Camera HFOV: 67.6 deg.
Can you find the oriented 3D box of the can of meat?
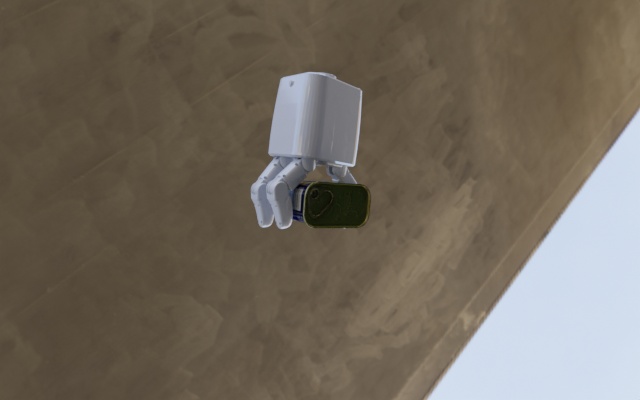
[{"bbox_3d":[0.000,0.002,0.628,0.102,0.057,0.084,1,6,-34],"label":"can of meat"}]
